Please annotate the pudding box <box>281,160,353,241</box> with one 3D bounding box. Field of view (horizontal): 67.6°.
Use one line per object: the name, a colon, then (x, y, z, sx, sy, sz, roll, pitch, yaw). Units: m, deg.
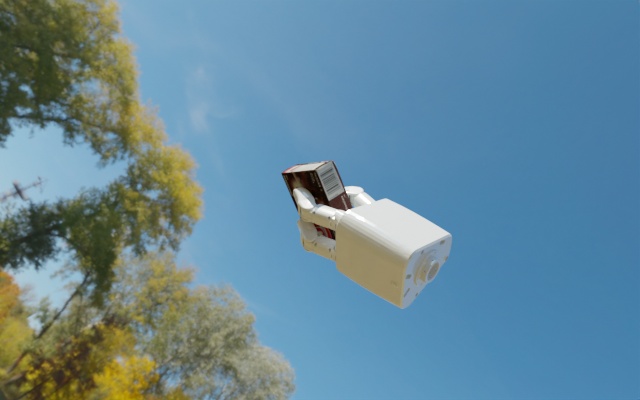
pudding box: (0.000, 0.002, 0.676, 0.039, 0.113, 0.090, -30, 16, -33)
